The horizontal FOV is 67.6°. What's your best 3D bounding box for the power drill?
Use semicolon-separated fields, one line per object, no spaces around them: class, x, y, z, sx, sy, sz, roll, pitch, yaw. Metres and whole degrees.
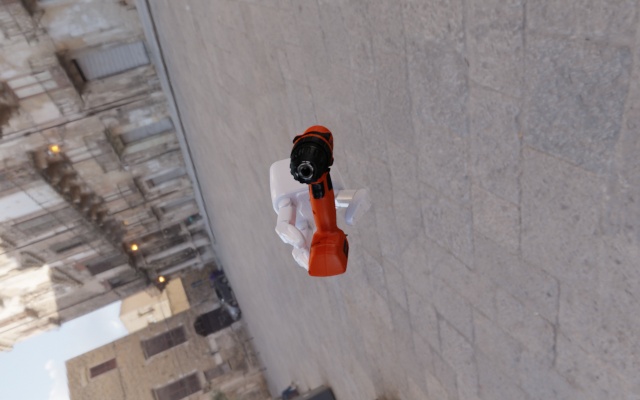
power drill;0.000;0.002;0.633;0.057;0.188;0.184;-4;19;8
